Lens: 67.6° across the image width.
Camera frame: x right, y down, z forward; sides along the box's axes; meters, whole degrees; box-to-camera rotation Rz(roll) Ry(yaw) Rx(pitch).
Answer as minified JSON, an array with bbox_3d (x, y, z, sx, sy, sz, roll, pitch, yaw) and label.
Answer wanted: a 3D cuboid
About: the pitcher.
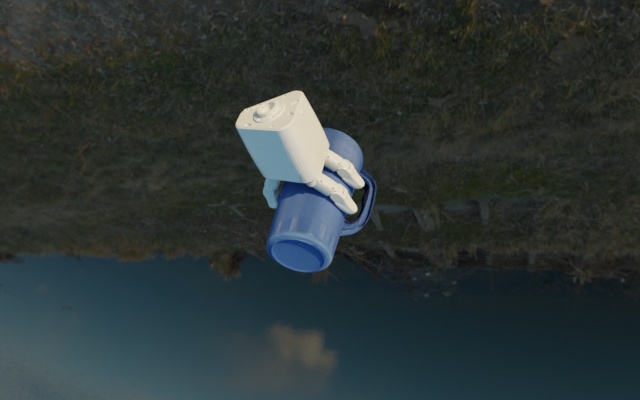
[{"bbox_3d":[0.000,0.003,0.827,0.149,0.242,0.145,-4,-44,23],"label":"pitcher"}]
